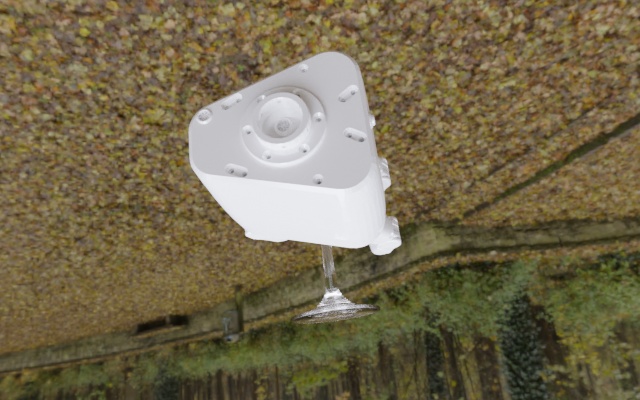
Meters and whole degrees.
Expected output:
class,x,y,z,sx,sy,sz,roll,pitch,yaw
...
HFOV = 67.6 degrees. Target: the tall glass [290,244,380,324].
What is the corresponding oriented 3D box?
class,x,y,z,sx,sy,sz,roll,pitch,yaw
tall glass,0.000,0.002,0.424,0.079,0.201,0.079,-7,-20,-2
